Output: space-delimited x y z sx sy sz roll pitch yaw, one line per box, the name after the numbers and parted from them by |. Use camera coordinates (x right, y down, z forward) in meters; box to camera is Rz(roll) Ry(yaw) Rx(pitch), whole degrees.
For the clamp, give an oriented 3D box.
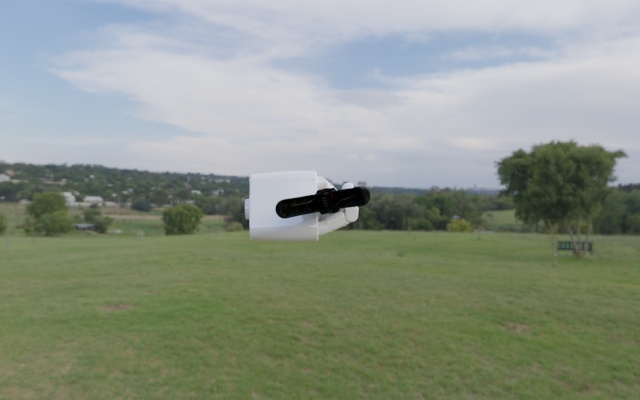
0.000 0.002 0.666 0.120 0.039 0.171 -4 -2 -2 | clamp
